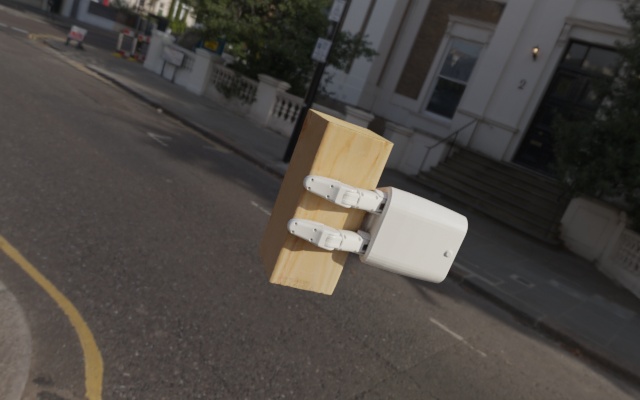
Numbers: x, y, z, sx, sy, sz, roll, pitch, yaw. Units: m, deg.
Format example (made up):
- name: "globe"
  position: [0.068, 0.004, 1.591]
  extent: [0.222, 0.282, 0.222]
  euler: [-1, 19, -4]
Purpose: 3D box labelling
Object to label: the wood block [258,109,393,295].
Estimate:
- name: "wood block"
  position: [0.000, 0.002, 0.607]
  extent: [0.090, 0.206, 0.090]
  euler: [16, 15, -21]
